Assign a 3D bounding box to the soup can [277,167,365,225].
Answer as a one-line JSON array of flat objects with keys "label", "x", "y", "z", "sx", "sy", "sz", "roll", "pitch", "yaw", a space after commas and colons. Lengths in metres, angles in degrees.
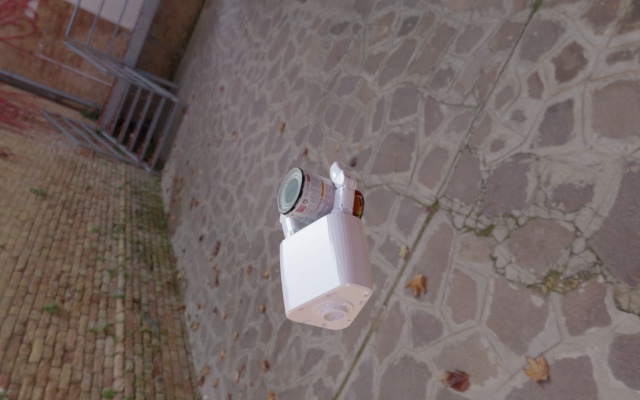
[{"label": "soup can", "x": 0.000, "y": 0.002, "z": 0.660, "sx": 0.102, "sy": 0.068, "sz": 0.068, "roll": 20, "pitch": -10, "yaw": -28}]
